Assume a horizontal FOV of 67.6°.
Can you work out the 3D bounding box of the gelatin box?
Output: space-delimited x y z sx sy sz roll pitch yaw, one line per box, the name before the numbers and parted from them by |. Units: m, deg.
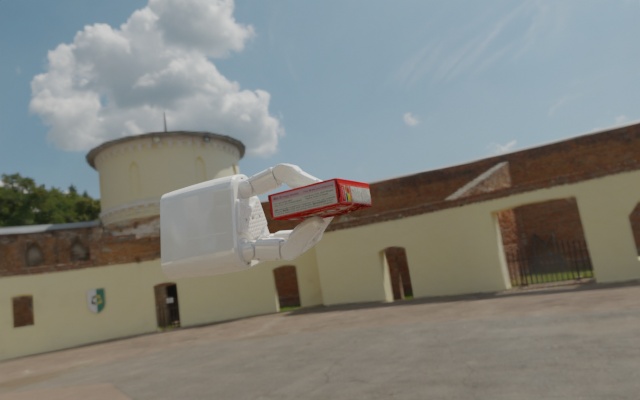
gelatin box | 0.000 0.001 0.516 0.089 0.030 0.073 -14 -10 30
